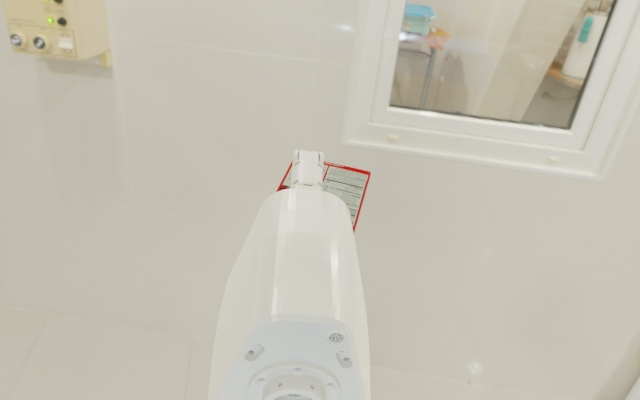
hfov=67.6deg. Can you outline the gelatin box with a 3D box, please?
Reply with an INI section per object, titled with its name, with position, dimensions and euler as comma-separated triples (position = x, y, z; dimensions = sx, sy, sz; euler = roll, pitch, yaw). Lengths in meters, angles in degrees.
[gelatin box]
position = 0.000, 0.001, 0.413
dimensions = 0.073, 0.030, 0.089
euler = 13, 39, 7
